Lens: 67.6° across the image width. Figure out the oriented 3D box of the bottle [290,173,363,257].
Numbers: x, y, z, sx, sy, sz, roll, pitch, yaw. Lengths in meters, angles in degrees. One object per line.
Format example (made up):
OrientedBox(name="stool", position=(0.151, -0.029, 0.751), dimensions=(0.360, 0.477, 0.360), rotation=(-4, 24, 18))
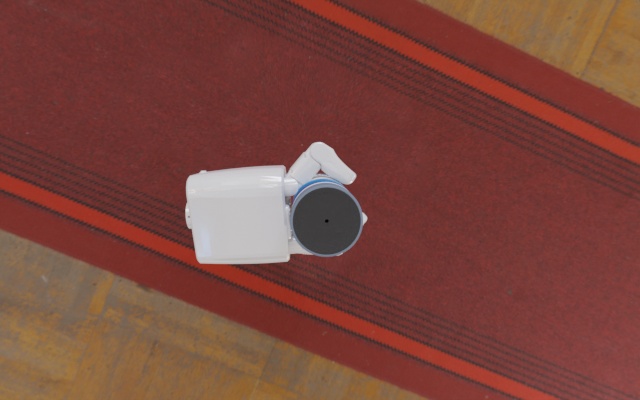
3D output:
OrientedBox(name="bottle", position=(0.000, 0.002, 0.577), dimensions=(0.069, 0.069, 0.295), rotation=(0, 7, -2))
